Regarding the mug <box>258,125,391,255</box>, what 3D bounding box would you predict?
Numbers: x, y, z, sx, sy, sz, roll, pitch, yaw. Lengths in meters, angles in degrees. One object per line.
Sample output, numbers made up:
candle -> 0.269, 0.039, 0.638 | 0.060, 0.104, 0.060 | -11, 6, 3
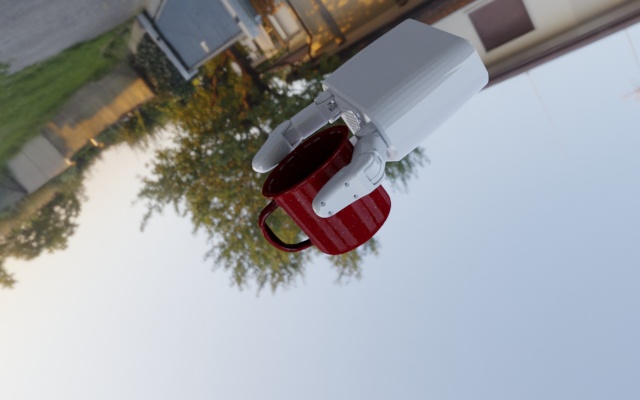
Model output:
mug -> -0.001, 0.002, 0.424 | 0.117, 0.081, 0.093 | -39, 22, 1
